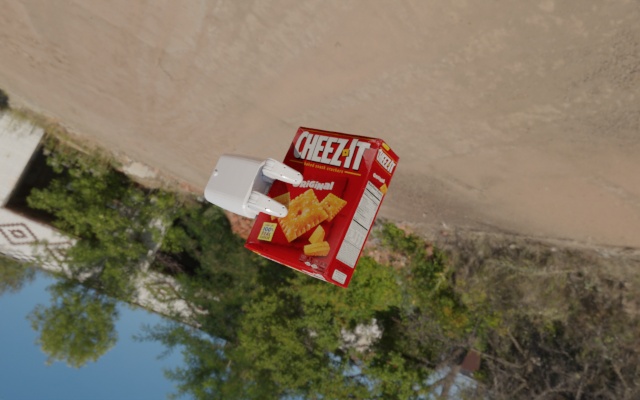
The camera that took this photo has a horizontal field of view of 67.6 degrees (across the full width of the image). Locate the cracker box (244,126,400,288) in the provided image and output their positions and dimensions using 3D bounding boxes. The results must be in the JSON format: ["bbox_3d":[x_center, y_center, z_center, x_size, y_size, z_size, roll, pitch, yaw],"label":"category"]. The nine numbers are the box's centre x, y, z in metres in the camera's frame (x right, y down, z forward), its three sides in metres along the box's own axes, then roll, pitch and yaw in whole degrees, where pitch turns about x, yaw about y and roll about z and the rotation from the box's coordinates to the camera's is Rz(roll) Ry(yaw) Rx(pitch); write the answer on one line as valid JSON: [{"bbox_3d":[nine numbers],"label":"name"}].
[{"bbox_3d":[0.000,0.003,0.720,0.164,0.213,0.072,15,-13,37],"label":"cracker box"}]
